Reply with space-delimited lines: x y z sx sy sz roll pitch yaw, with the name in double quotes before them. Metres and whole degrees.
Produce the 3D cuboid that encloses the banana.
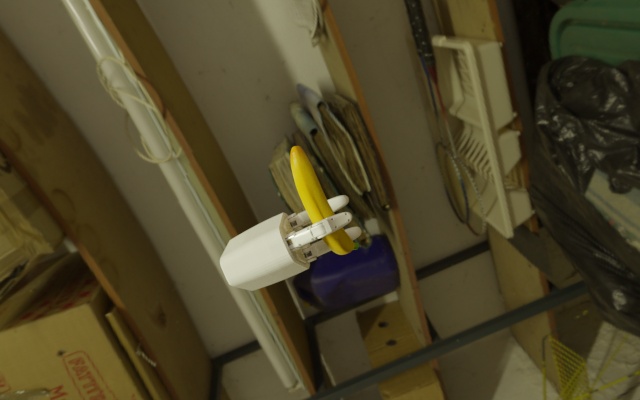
"banana" 0.001 0.012 0.726 0.037 0.198 0.069 -26 17 12
